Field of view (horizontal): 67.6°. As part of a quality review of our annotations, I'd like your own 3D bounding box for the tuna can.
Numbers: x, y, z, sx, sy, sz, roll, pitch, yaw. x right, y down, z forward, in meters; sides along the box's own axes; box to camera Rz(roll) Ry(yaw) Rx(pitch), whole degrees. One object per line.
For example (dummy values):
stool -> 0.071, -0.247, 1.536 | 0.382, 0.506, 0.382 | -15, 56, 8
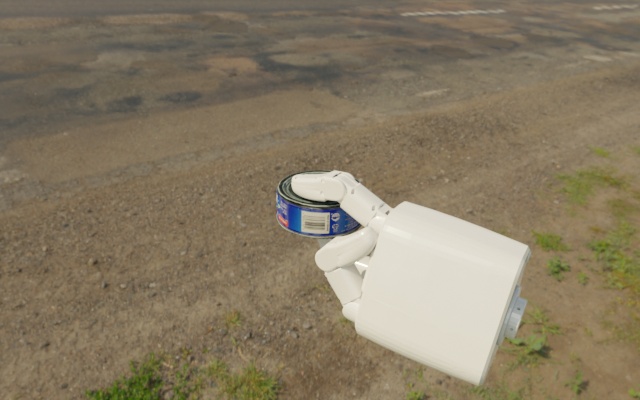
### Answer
tuna can -> 0.000, 0.001, 0.461 | 0.086, 0.034, 0.086 | 1, 26, -1
